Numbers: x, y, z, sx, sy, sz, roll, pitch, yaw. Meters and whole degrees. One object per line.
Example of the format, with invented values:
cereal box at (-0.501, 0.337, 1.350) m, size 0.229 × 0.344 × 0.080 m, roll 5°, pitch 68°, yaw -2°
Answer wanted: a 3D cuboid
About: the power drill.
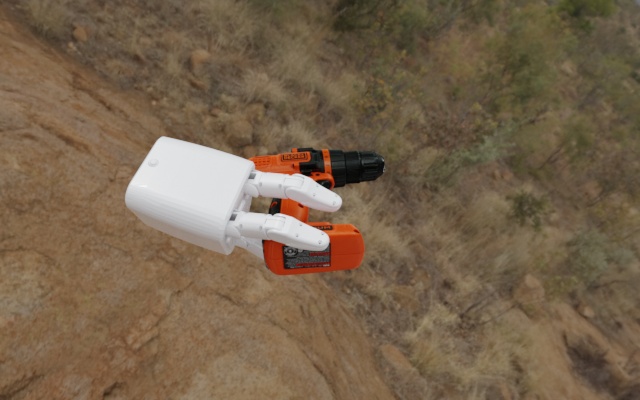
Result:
power drill at (0.000, 0.002, 0.568) m, size 0.184 × 0.057 × 0.187 m, roll -6°, pitch 36°, yaw -3°
